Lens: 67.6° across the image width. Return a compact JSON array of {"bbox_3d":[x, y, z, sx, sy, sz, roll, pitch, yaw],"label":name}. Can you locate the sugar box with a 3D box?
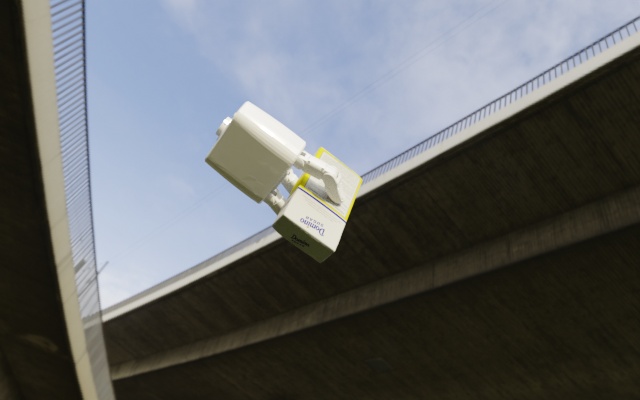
[{"bbox_3d":[0.000,0.003,0.734,0.093,0.176,0.048,37,-46,-9],"label":"sugar box"}]
